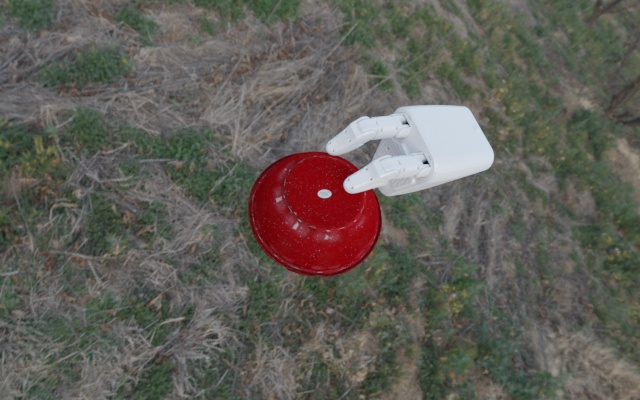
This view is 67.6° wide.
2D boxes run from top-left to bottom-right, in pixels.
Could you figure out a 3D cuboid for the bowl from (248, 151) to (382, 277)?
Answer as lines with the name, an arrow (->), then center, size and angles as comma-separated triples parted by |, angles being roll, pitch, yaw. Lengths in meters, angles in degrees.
bowl -> -0.001, 0.002, 0.542 | 0.162, 0.162, 0.055 | 0, -25, -12
